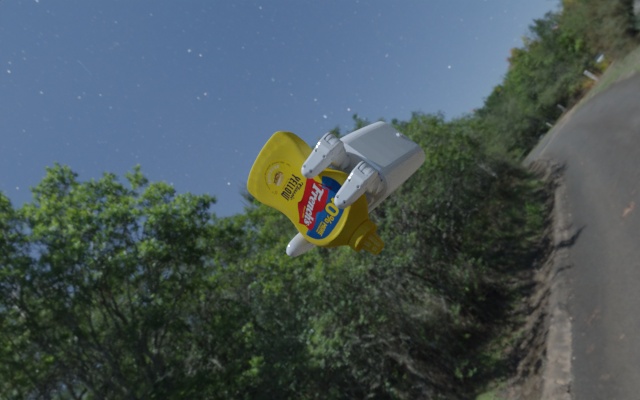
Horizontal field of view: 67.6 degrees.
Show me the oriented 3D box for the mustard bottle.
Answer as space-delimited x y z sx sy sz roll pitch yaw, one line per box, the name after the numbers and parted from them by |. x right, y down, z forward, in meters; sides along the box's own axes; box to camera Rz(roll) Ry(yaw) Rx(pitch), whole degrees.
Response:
0.000 0.002 0.594 0.191 0.096 0.058 38 20 19 | mustard bottle
